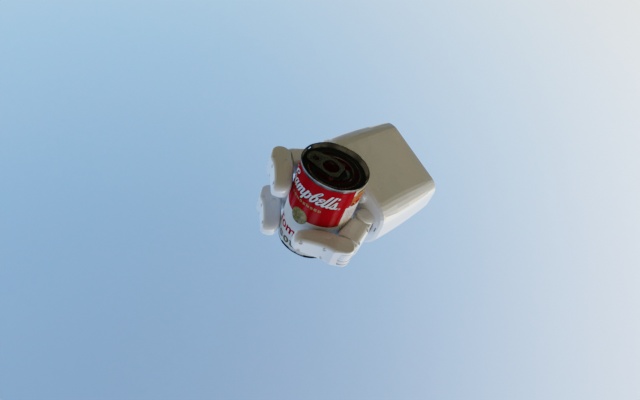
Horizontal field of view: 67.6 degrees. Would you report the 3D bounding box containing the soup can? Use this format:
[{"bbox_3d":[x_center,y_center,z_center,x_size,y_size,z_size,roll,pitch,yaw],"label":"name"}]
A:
[{"bbox_3d":[0.000,0.002,0.479,0.068,0.068,0.102,0,-43,-23],"label":"soup can"}]
